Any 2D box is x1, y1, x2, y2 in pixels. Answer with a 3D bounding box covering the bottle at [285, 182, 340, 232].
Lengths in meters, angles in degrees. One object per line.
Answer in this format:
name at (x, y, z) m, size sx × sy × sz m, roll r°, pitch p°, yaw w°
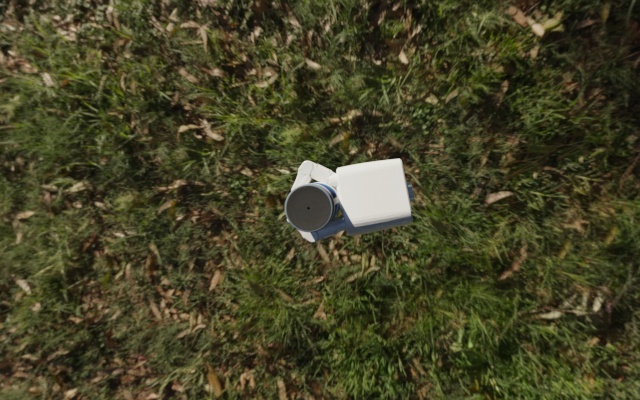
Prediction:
bottle at (0.000, 0.003, 0.794) m, size 0.069 × 0.069 × 0.295 m, roll 0°, pitch 3°, yaw 6°
